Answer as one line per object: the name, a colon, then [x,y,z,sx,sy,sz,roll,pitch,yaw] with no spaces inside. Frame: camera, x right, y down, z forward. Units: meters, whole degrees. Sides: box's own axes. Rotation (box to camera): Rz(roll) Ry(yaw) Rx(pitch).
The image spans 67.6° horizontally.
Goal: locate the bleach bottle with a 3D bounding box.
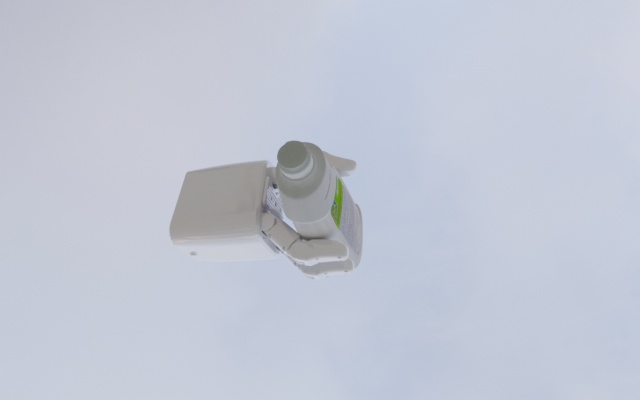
bleach bottle: [0.000,0.002,0.536,0.068,0.102,0.251,-4,-25,11]
